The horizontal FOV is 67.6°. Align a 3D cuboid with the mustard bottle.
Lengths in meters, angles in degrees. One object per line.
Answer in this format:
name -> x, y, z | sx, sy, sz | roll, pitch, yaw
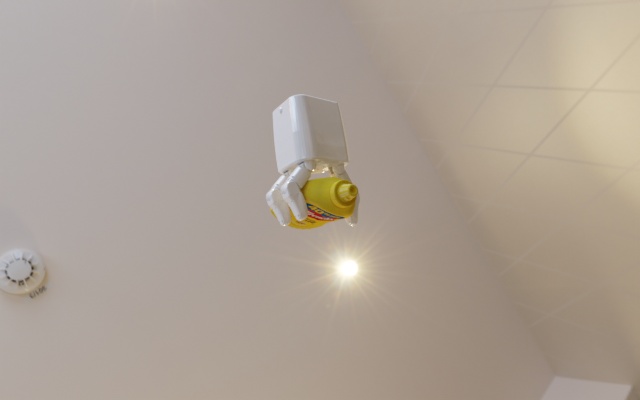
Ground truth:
mustard bottle -> 0.000, 0.003, 0.762 | 0.096, 0.058, 0.192 | 23, -22, -24
